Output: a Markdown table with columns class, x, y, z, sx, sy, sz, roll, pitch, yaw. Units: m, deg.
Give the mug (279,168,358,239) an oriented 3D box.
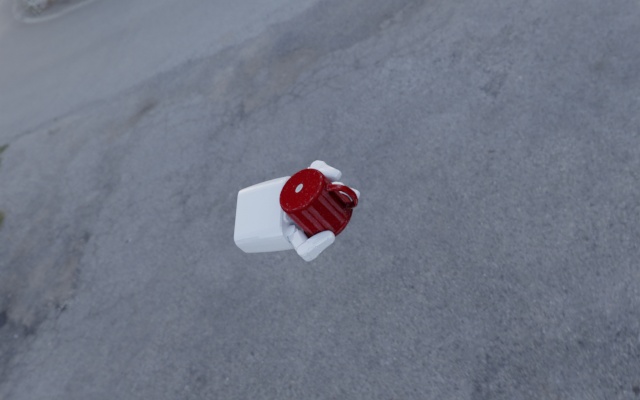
| class | x | y | z | sx | sy | sz | roll | pitch | yaw |
| --- | --- | --- | --- | --- | --- | --- | --- | --- | --- |
| mug | 0.001 | 0.002 | 0.726 | 0.117 | 0.093 | 0.081 | -12 | -40 | 33 |
